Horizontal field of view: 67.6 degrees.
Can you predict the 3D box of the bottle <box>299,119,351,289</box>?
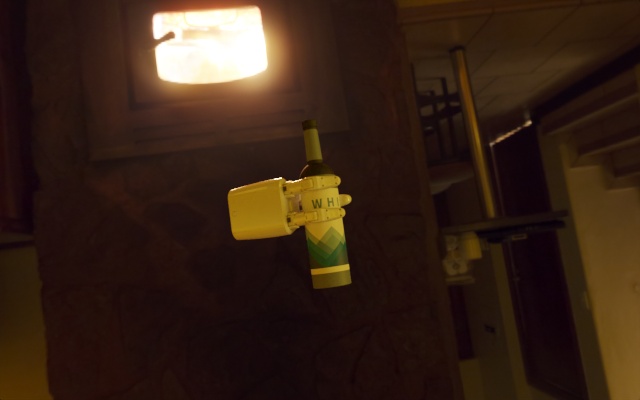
[{"bbox_3d":[0.000,0.003,0.842,0.069,0.295,0.069,-8,-6,-1],"label":"bottle"}]
